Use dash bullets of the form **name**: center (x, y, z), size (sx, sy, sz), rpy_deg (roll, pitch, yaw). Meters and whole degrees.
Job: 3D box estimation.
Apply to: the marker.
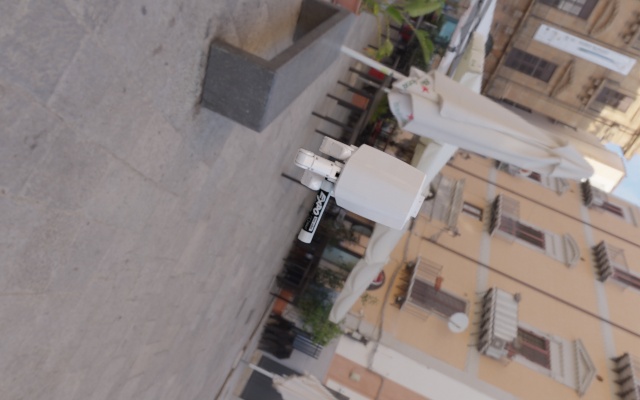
- **marker**: center (0.000, 0.002, 0.673), size (0.020, 0.121, 0.020), rpy_deg (23, 9, -4)
